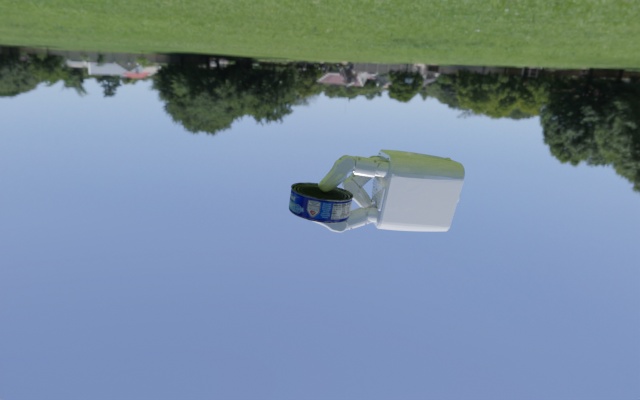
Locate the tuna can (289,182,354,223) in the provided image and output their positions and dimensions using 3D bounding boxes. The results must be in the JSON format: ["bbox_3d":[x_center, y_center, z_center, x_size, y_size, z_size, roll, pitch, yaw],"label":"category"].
[{"bbox_3d":[0.000,0.003,0.652,0.086,0.034,0.086,9,15,-2],"label":"tuna can"}]
